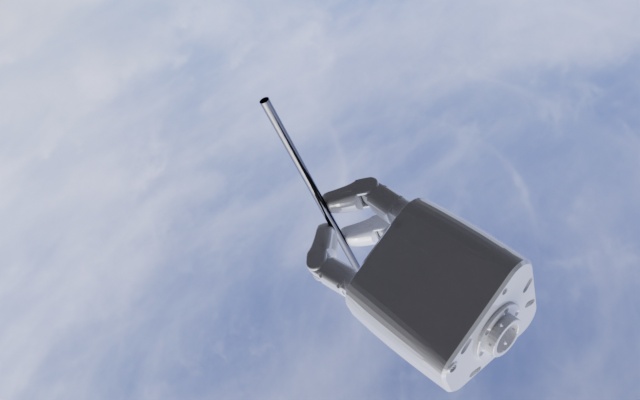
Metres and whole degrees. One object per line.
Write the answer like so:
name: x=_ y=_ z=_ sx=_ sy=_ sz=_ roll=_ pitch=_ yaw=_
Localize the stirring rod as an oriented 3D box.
stirring rod: x=0.000 y=0.001 z=0.444 sx=0.011 sy=0.011 sz=0.240 roll=0 pitch=-40 yaw=28
